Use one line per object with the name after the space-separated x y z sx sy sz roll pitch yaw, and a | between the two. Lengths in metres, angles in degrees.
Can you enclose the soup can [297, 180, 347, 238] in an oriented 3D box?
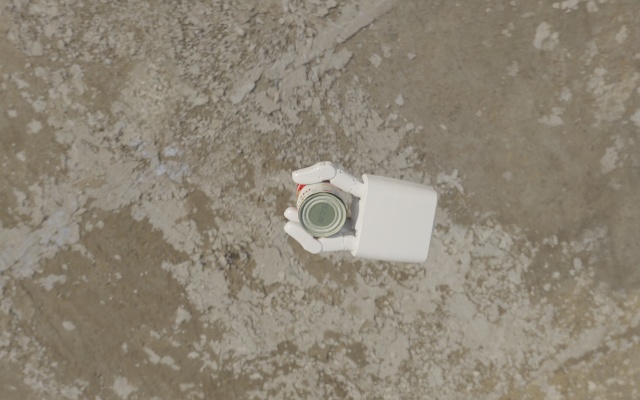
0.000 0.002 0.682 0.068 0.068 0.102 0 22 -3 | soup can
